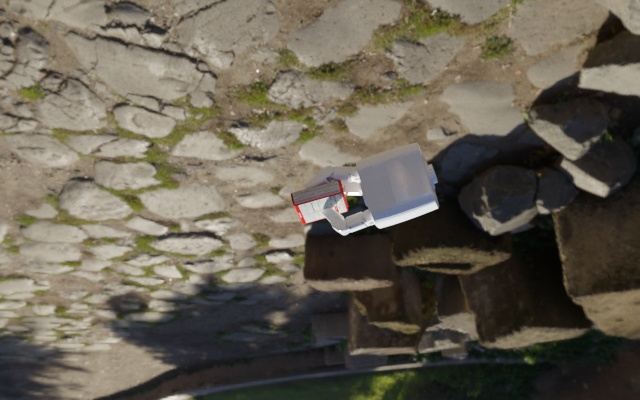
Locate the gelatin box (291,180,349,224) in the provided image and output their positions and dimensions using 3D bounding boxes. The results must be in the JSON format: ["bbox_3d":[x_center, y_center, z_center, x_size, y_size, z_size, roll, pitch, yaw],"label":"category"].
[{"bbox_3d":[0.000,0.003,0.831,0.089,0.030,0.073,-17,-29,2],"label":"gelatin box"}]
